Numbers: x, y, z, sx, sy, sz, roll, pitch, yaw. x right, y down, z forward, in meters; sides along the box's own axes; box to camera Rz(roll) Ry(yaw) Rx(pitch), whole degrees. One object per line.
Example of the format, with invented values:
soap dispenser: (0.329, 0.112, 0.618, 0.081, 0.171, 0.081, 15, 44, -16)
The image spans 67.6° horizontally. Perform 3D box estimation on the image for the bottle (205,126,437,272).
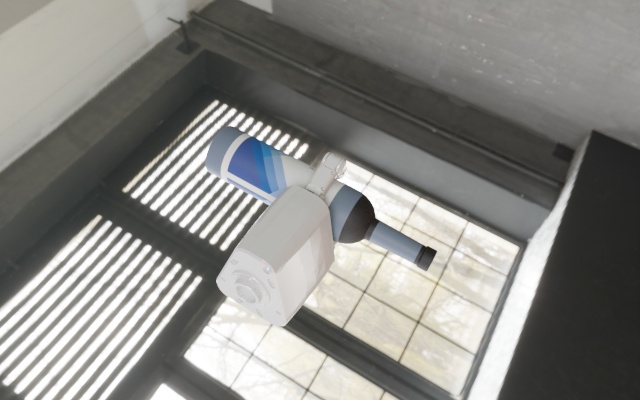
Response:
bottle: (0.000, 0.002, 0.575, 0.295, 0.069, 0.069, 28, 7, 13)
